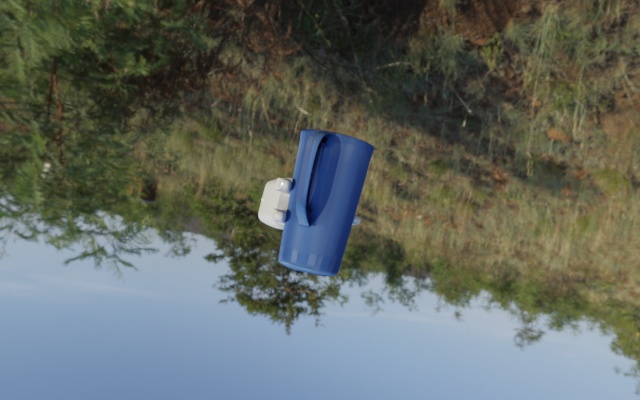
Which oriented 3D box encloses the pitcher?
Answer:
[{"bbox_3d":[0.000,0.003,0.830,0.149,0.243,0.145,15,-4,-25],"label":"pitcher"}]
